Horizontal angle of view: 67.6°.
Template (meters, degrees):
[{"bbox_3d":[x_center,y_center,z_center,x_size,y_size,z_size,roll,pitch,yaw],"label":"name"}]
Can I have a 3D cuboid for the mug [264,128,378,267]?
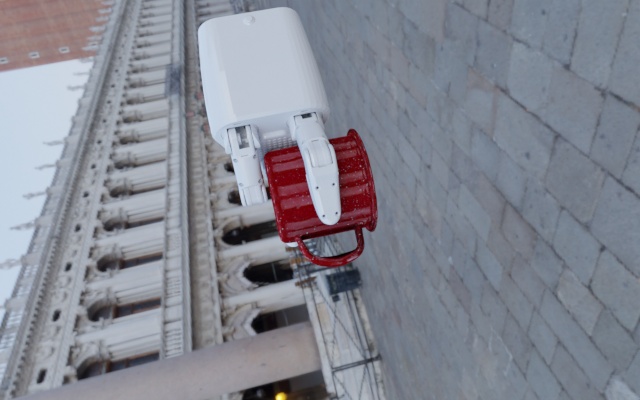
[{"bbox_3d":[0.000,0.003,0.412,0.081,0.117,0.093,-12,-20,-6],"label":"mug"}]
